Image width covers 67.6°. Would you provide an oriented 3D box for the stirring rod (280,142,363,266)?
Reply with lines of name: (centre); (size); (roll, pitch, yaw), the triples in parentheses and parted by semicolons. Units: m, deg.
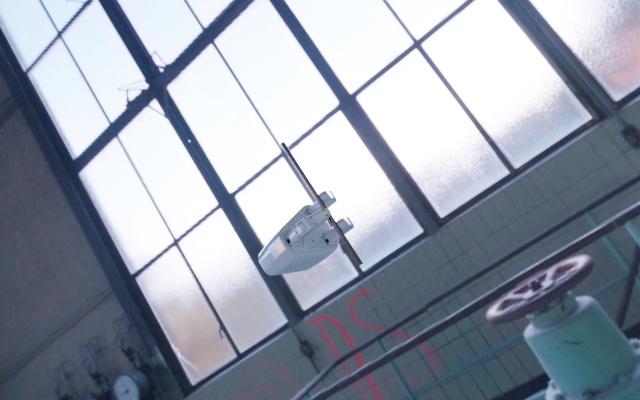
stirring rod: (0.000, 0.003, 0.778); (0.011, 0.239, 0.011); (-32, -11, -7)
